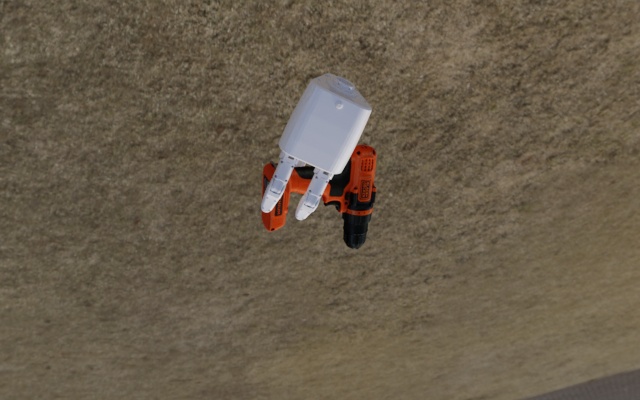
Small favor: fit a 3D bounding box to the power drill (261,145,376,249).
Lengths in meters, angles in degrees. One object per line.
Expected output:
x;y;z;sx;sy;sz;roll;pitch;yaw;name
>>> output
0.000;0.002;0.778;0.187;0.184;0.057;-5;23;-21;power drill
